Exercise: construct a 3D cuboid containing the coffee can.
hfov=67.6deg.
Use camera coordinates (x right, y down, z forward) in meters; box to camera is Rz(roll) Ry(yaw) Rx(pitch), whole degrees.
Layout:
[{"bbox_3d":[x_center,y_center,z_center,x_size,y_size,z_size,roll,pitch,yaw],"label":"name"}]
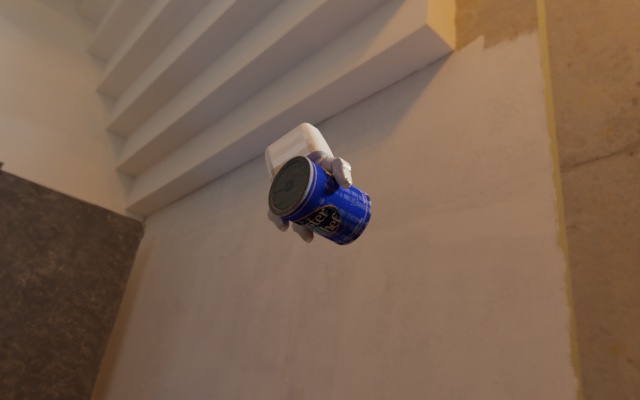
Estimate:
[{"bbox_3d":[0.000,0.003,0.787,0.140,0.102,0.103,28,-17,-34],"label":"coffee can"}]
